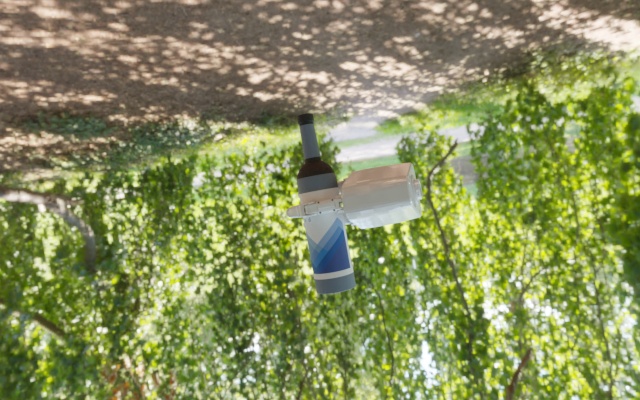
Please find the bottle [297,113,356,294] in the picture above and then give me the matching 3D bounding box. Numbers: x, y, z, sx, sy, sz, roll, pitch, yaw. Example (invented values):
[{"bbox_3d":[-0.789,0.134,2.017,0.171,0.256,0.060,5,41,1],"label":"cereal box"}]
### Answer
[{"bbox_3d":[0.000,0.003,0.794,0.069,0.295,0.069,-10,0,0],"label":"bottle"}]
